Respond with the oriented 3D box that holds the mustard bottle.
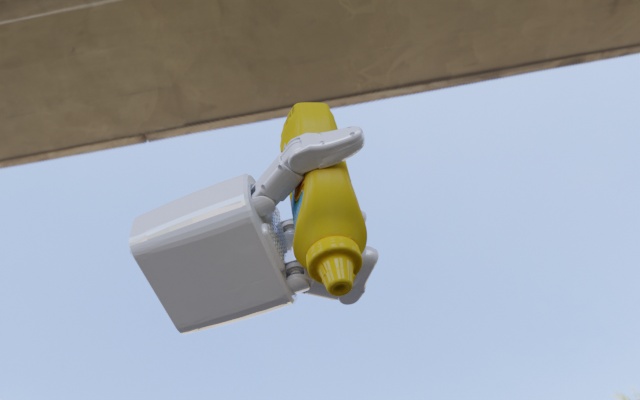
[{"bbox_3d":[0.000,0.001,0.404,0.058,0.096,0.191,0,39,-9],"label":"mustard bottle"}]
